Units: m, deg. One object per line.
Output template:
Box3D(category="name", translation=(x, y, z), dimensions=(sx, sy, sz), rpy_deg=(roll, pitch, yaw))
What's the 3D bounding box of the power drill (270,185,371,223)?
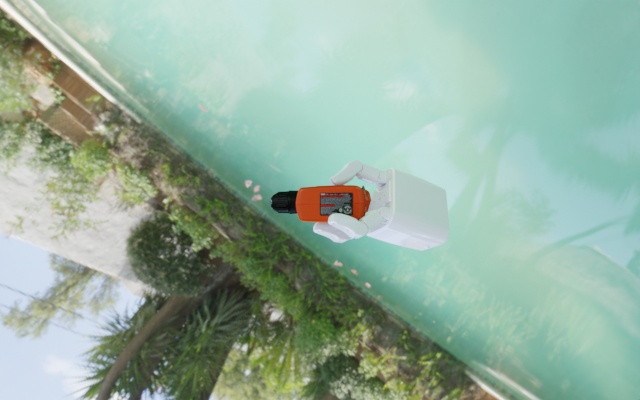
Box3D(category="power drill", translation=(0.000, 0.003, 0.805), dimensions=(0.184, 0.057, 0.187), rpy_deg=(-3, 3, 0))
